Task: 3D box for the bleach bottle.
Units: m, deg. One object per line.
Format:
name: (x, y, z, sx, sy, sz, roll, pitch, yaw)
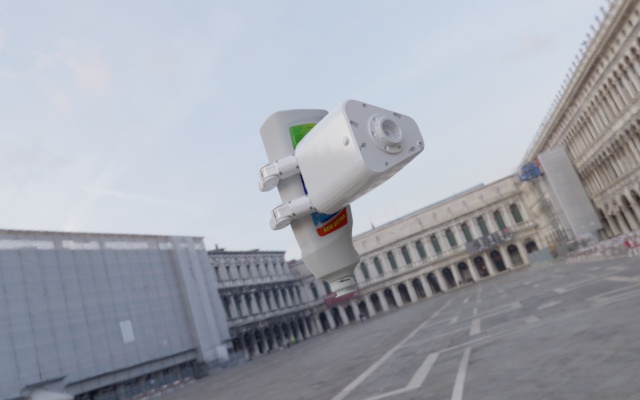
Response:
bleach bottle: (0.000, 0.002, 0.635, 0.102, 0.250, 0.068, -9, -18, -36)
